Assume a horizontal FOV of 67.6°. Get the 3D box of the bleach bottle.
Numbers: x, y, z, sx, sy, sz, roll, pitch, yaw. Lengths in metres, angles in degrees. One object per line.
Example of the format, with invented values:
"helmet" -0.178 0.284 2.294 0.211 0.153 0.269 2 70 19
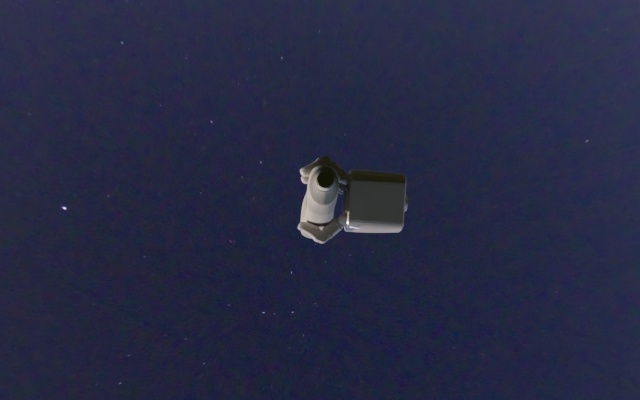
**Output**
"bleach bottle" 0.000 0.003 0.880 0.068 0.102 0.251 5 -13 -2
